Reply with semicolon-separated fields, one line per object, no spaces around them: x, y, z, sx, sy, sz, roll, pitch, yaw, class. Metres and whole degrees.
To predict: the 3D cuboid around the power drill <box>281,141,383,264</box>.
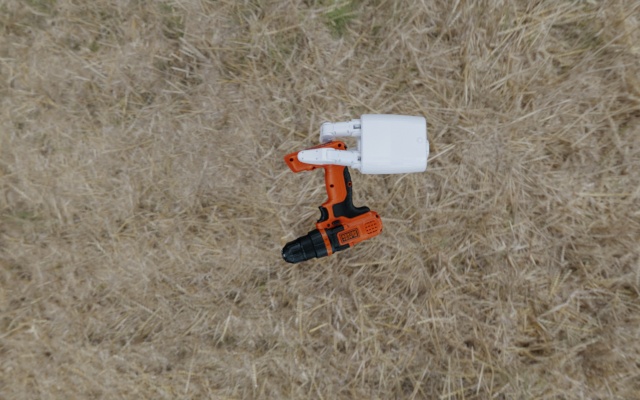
0.000;0.002;0.819;0.184;0.188;0.057;-19;12;-11;power drill
